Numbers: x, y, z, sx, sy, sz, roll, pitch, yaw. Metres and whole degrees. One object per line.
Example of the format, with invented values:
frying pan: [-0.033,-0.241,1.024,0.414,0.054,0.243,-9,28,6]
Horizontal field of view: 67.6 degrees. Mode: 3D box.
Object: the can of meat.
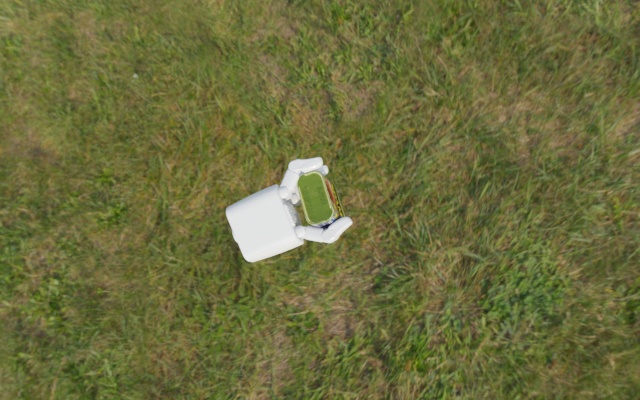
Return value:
can of meat: [0.000,0.003,0.864,0.057,0.102,0.084,-20,-16,11]
